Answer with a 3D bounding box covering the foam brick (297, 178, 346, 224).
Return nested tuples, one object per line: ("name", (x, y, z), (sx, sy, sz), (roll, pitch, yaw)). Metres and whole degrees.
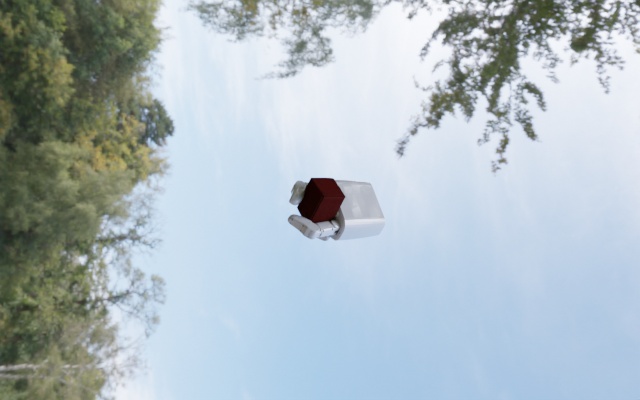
("foam brick", (0.000, 0.003, 0.869), (0.051, 0.078, 0.053), (-1, 44, -33))
